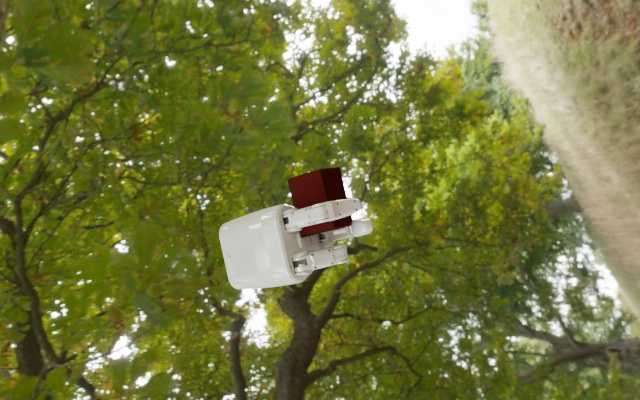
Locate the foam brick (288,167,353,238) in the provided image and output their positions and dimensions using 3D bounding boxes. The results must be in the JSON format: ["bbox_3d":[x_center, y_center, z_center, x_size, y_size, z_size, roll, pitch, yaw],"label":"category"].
[{"bbox_3d":[0.000,0.002,0.602,0.051,0.078,0.053,-15,-3,32],"label":"foam brick"}]
